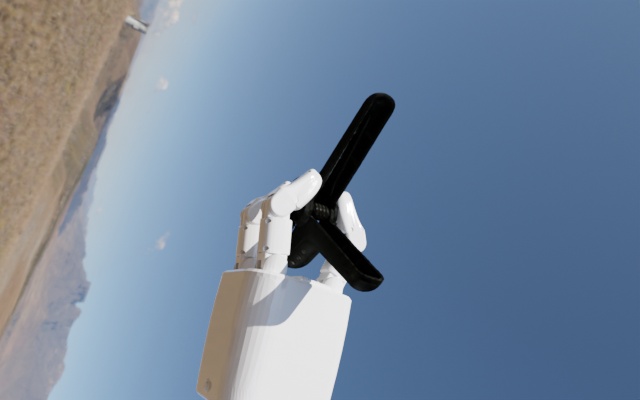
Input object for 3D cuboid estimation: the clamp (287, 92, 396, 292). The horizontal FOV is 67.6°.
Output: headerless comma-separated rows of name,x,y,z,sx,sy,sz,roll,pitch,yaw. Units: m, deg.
clamp,0.000,0.002,0.443,0.036,0.164,0.210,19,-18,-25
